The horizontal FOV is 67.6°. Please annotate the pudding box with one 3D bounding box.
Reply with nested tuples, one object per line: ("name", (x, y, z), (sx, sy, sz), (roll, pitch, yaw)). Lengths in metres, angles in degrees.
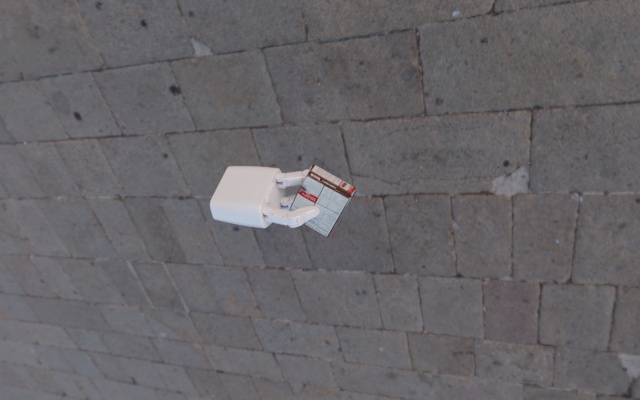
("pudding box", (0.000, 0.003, 0.862), (0.090, 0.114, 0.039), (29, 42, 1))
